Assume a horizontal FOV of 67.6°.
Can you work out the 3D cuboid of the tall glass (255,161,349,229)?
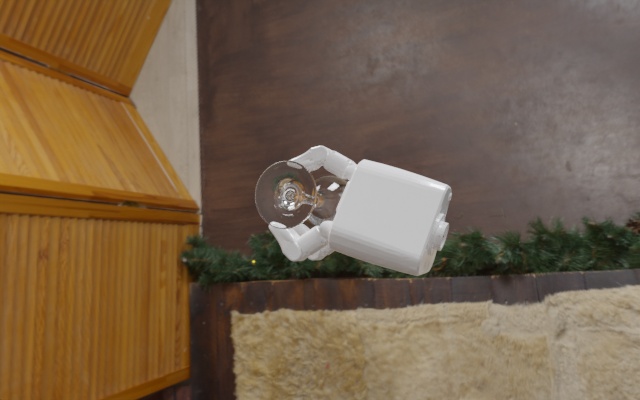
[{"bbox_3d":[0.000,0.002,0.604,0.079,0.079,0.201,0,-5,22],"label":"tall glass"}]
